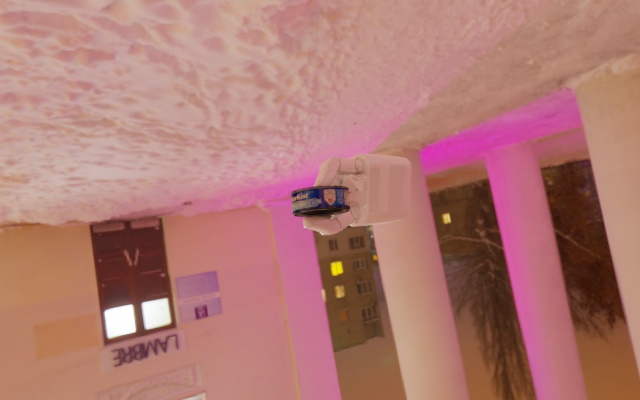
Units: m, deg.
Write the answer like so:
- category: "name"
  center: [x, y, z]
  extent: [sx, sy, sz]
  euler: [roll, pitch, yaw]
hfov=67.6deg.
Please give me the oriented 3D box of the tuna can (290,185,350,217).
- category: "tuna can"
  center: [0.000, 0.003, 0.695]
  extent: [0.086, 0.033, 0.086]
  euler: [-5, -8, -1]
